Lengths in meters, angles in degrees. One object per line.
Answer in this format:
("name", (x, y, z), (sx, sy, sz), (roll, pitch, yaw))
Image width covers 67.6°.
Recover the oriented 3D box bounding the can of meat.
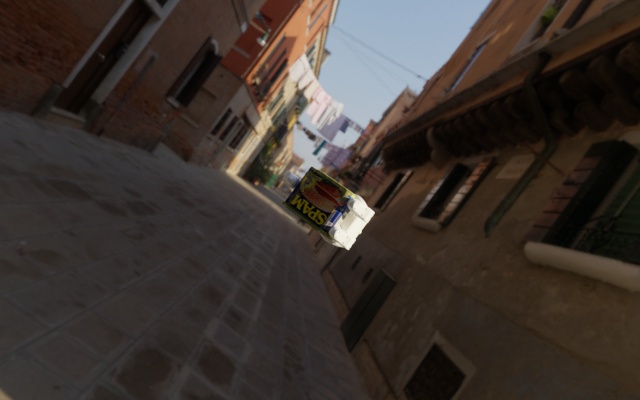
("can of meat", (0.000, 0.002, 0.803), (0.102, 0.084, 0.057), (36, -1, 21))
